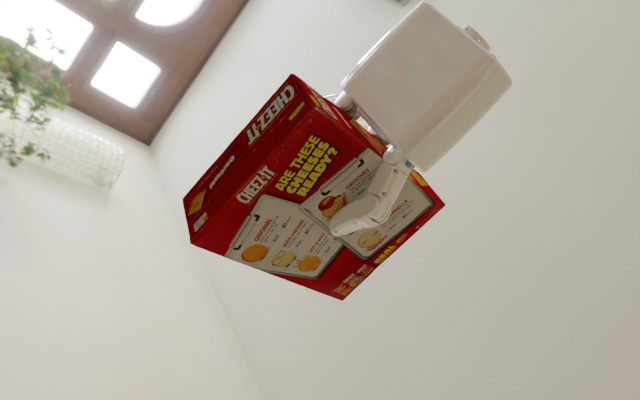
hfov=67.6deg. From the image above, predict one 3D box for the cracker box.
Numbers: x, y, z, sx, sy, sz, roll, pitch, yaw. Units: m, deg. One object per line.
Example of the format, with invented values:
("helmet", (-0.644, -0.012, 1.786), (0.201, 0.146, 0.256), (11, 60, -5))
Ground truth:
("cracker box", (0.000, 0.002, 0.478), (0.214, 0.164, 0.072), (30, 22, -41))
